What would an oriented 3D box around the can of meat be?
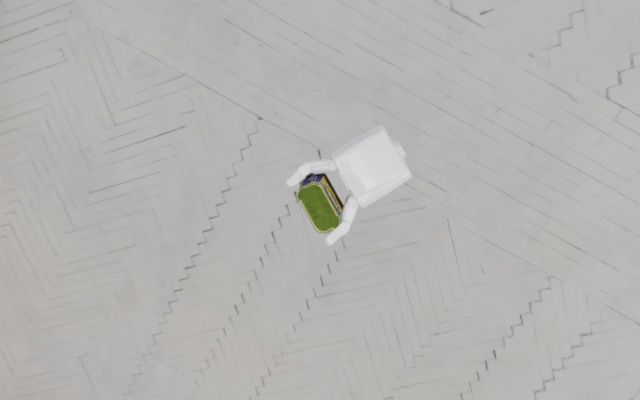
[{"bbox_3d":[0.000,0.003,0.885,0.057,0.102,0.084,-27,12,11],"label":"can of meat"}]
